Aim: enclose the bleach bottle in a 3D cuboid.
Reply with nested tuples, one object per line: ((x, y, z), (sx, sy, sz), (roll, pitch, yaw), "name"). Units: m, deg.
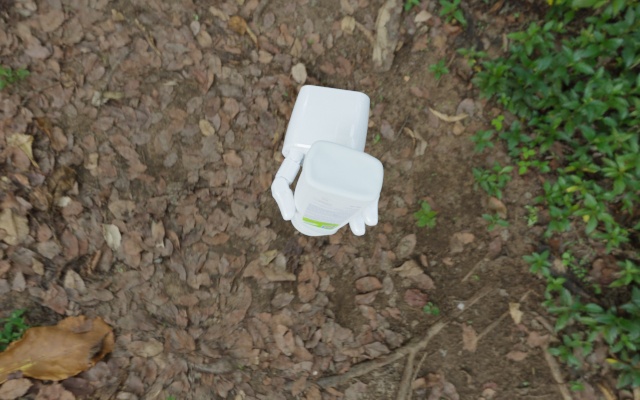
((0.000, 0.002, 0.682), (0.102, 0.068, 0.251), (16, -21, -10), "bleach bottle")
